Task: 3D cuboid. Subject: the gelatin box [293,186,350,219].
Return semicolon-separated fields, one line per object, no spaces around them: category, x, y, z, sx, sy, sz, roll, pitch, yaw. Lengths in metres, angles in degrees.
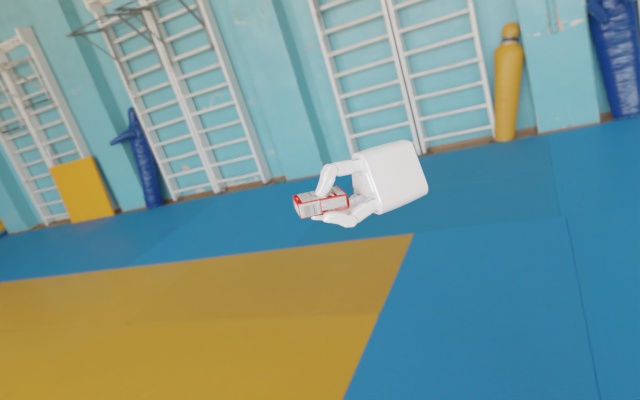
gelatin box;0.000;0.002;0.846;0.089;0.030;0.073;-12;15;-8
